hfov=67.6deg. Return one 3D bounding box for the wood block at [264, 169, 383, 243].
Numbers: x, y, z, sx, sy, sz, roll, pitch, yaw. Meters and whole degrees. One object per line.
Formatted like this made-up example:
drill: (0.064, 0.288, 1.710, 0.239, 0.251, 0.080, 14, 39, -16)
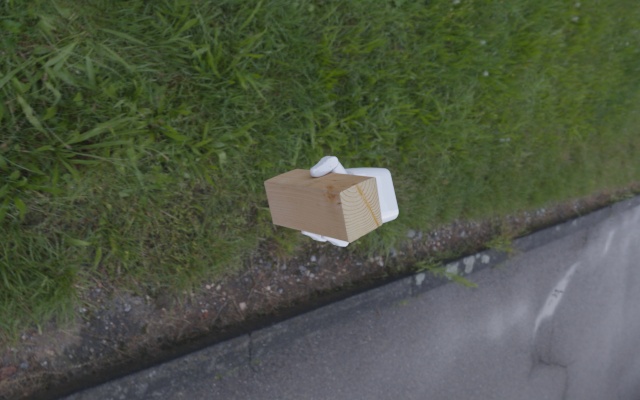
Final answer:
wood block: (0.000, 0.002, 0.863, 0.090, 0.091, 0.206, -24, 22, -38)
